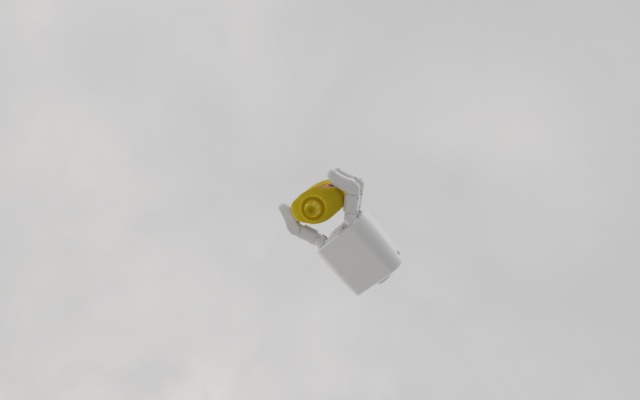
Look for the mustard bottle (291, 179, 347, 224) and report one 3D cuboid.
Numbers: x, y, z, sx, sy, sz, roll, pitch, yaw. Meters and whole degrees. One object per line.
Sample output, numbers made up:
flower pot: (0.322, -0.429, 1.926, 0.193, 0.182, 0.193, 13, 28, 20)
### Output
mustard bottle: (0.000, 0.002, 0.820, 0.096, 0.058, 0.191, -17, 6, 11)
